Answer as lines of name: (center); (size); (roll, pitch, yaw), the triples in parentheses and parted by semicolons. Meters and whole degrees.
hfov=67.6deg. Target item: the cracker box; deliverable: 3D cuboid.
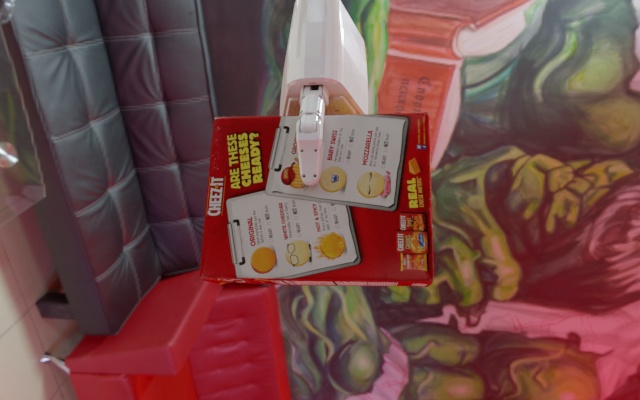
cracker box: (0.000, 0.002, 0.475); (0.214, 0.164, 0.072); (0, -16, 8)
